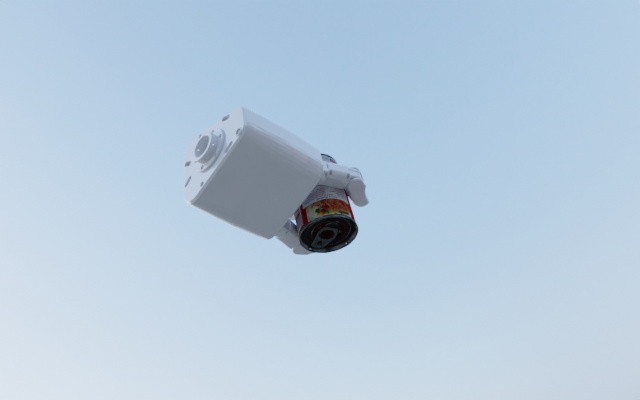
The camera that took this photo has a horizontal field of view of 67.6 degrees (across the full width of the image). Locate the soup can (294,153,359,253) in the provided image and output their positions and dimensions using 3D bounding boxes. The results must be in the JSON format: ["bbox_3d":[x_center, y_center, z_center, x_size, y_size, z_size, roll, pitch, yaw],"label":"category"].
[{"bbox_3d":[0.000,0.002,0.568,0.068,0.102,0.069,-8,-40,-7],"label":"soup can"}]
